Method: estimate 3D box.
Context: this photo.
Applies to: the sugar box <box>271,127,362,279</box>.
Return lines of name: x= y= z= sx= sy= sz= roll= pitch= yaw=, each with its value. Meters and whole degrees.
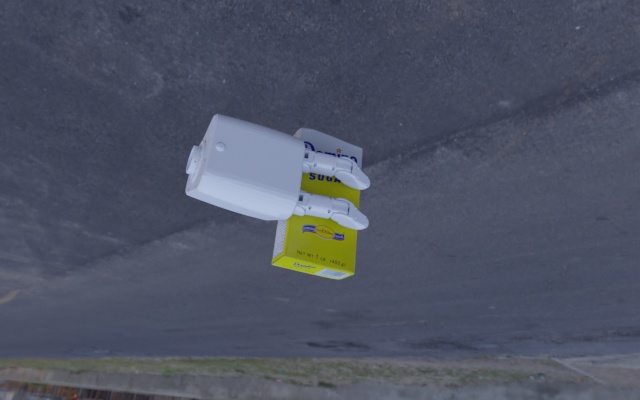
sugar box: x=0.000 y=0.002 z=0.589 sx=0.093 sy=0.176 sz=0.048 roll=17 pitch=-26 yaw=-22
